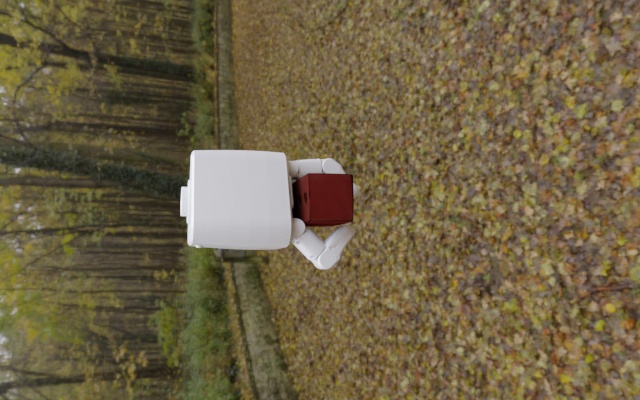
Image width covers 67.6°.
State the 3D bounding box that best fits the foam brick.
[{"bbox_3d":[0.000,0.002,0.541,0.051,0.053,0.078,2,-9,-18],"label":"foam brick"}]
